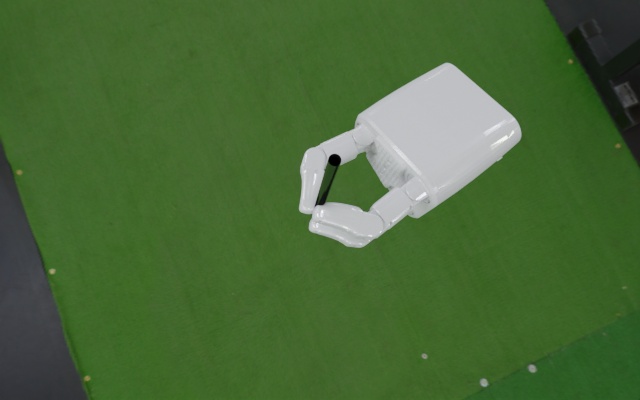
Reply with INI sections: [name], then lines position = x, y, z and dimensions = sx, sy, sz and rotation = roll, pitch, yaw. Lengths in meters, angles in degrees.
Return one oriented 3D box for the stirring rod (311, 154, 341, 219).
[stirring rod]
position = 0.000, 0.001, 0.405
dimensions = 0.011, 0.011, 0.239
rotation = 0, -12, -4
